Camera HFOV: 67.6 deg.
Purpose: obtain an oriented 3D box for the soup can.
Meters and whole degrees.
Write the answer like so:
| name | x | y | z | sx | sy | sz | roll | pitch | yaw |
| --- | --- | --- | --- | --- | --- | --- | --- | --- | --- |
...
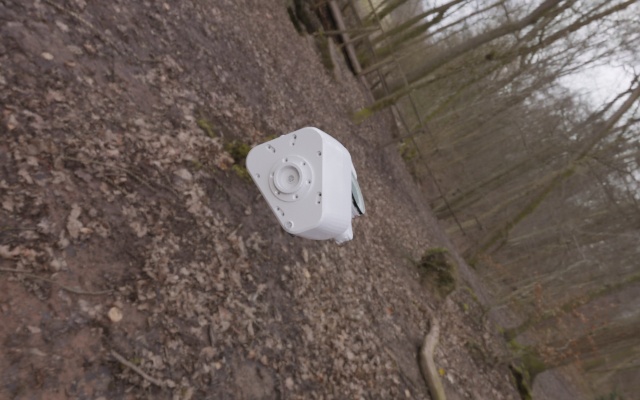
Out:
| name | x | y | z | sx | sy | sz | roll | pitch | yaw |
| --- | --- | --- | --- | --- | --- | --- | --- | --- | --- |
| soup can | 0.001 | 0.002 | 0.636 | 0.102 | 0.068 | 0.068 | -19 | -5 | 14 |
